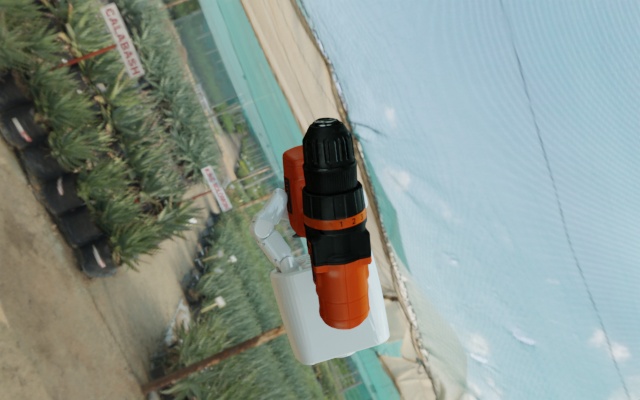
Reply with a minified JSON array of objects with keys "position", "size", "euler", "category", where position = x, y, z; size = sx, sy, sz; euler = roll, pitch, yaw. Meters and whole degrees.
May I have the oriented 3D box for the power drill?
[{"position":[0.000,0.002,0.459],"size":[0.057,0.184,0.187],"euler":[-7,20,-7],"category":"power drill"}]
